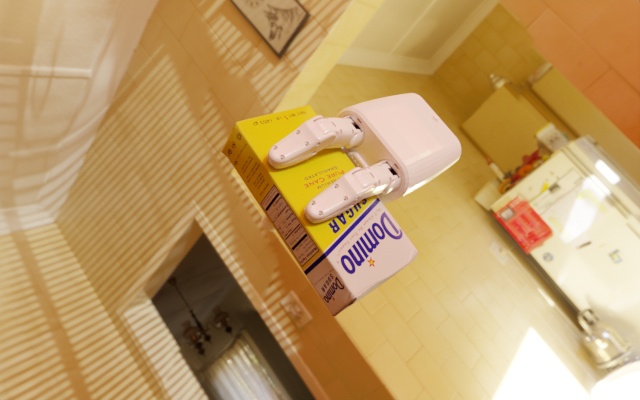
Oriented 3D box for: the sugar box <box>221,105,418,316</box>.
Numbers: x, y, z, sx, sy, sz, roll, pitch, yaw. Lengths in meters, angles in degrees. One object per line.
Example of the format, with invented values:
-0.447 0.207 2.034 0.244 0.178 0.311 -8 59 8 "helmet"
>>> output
0.000 0.001 0.419 0.093 0.176 0.048 -25 -18 -42 "sugar box"
